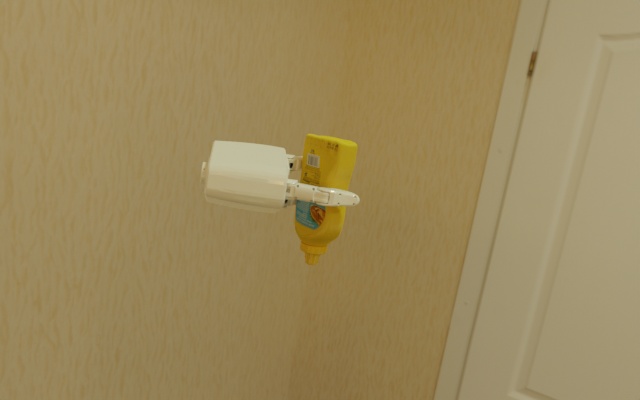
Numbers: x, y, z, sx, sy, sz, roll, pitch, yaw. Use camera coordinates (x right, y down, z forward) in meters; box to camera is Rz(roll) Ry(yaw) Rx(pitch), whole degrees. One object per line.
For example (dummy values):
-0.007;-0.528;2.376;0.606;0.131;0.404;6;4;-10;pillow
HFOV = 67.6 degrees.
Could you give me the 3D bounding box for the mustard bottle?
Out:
0.000;0.002;0.705;0.058;0.191;0.096;2;12;-36;mustard bottle
